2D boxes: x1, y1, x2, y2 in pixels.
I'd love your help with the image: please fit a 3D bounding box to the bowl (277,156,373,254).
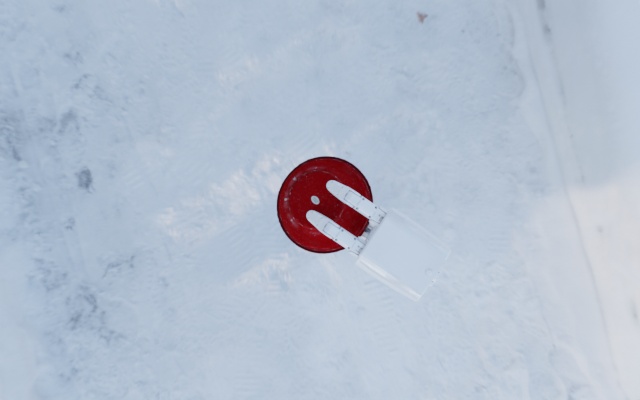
[{"bbox_3d":[-0.001,0.002,0.755,0.162,0.162,0.055,0,-8,13],"label":"bowl"}]
